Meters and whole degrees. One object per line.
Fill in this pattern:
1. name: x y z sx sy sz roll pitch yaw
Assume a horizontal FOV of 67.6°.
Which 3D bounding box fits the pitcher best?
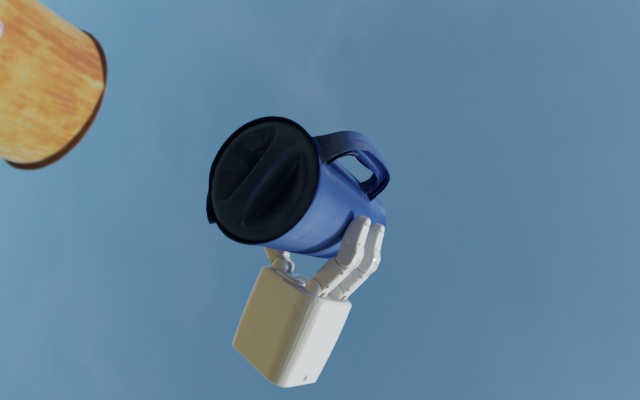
1. pitcher: 0.000 0.002 0.565 0.149 0.145 0.243 20 -4 30
